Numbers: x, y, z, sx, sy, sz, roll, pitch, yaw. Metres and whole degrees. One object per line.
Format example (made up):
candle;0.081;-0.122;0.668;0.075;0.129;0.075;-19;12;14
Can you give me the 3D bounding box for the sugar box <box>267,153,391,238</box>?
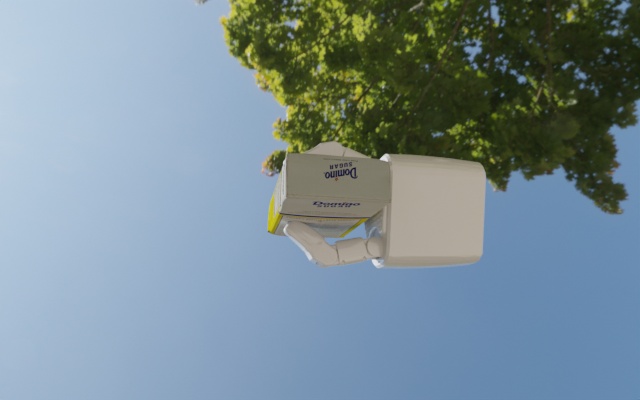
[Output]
sugar box;0.000;0.001;0.482;0.093;0.048;0.176;3;-17;-11
